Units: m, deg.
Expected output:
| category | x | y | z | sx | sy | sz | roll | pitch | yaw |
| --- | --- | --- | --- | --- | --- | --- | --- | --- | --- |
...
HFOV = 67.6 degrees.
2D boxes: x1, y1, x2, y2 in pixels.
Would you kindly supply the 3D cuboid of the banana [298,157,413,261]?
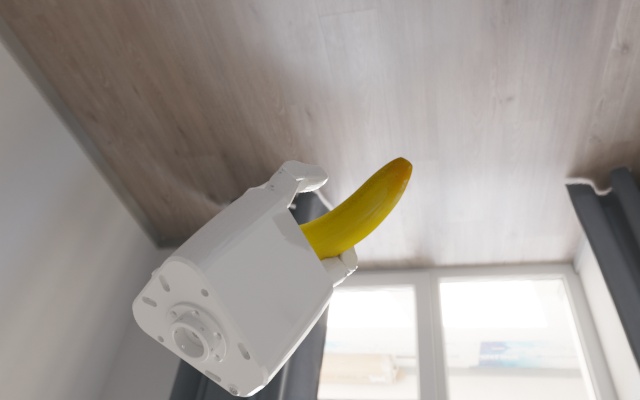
| category | x | y | z | sx | sy | sz | roll | pitch | yaw |
| --- | --- | --- | --- | --- | --- | --- | --- | --- | --- |
| banana | 0.001 | 0.020 | 0.438 | 0.198 | 0.069 | 0.037 | -18 | -11 | 37 |
